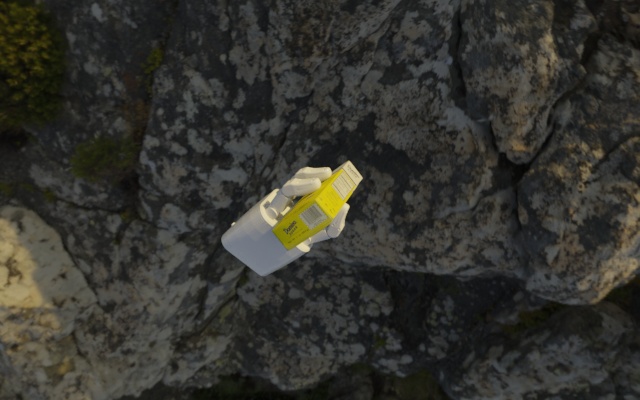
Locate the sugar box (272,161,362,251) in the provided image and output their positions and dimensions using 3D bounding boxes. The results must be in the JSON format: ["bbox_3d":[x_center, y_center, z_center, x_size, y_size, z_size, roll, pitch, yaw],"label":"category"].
[{"bbox_3d":[0.000,0.002,0.743,0.093,0.048,0.176,-35,10,27],"label":"sugar box"}]
